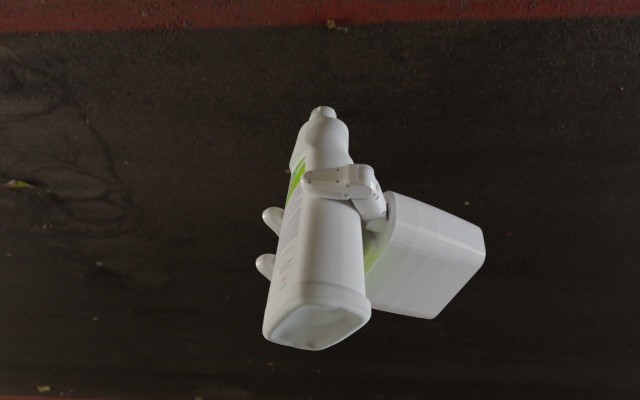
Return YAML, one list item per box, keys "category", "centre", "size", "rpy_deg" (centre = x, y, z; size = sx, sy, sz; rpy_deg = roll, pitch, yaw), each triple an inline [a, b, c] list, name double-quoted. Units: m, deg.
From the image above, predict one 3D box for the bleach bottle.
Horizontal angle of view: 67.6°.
- category: "bleach bottle"
  centre: [0.000, 0.002, 0.447]
  size: [0.068, 0.250, 0.103]
  rpy_deg: [18, -39, -18]
